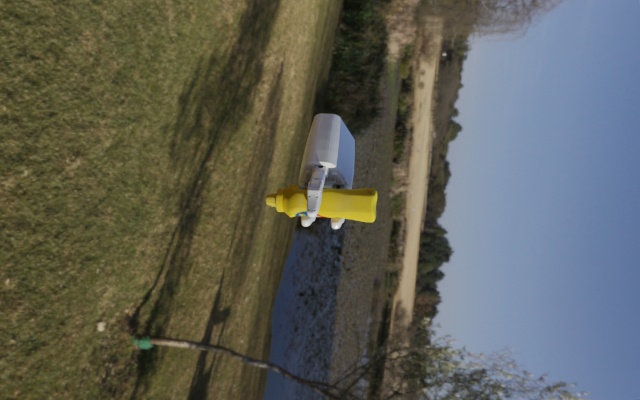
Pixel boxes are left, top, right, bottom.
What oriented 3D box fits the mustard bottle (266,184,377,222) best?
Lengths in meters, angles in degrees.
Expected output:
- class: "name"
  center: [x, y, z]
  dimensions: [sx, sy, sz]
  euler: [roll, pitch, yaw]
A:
- class: "mustard bottle"
  center: [0.000, 0.003, 0.827]
  dimensions: [0.191, 0.058, 0.096]
  euler: [4, 0, 9]
